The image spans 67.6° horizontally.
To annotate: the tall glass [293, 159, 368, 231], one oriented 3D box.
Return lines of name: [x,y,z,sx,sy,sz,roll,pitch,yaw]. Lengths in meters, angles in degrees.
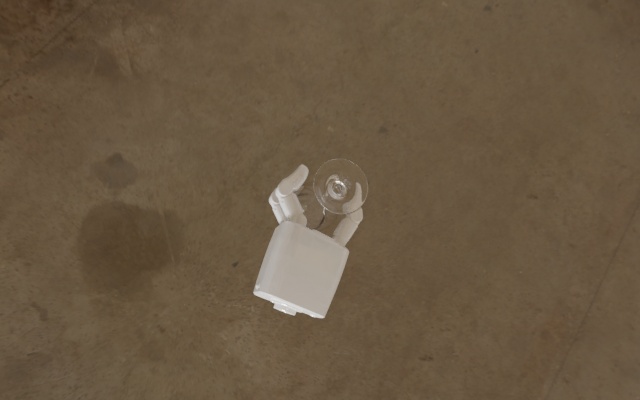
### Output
tall glass: [0.000,0.002,0.709,0.079,0.079,0.201,0,-12,-16]
